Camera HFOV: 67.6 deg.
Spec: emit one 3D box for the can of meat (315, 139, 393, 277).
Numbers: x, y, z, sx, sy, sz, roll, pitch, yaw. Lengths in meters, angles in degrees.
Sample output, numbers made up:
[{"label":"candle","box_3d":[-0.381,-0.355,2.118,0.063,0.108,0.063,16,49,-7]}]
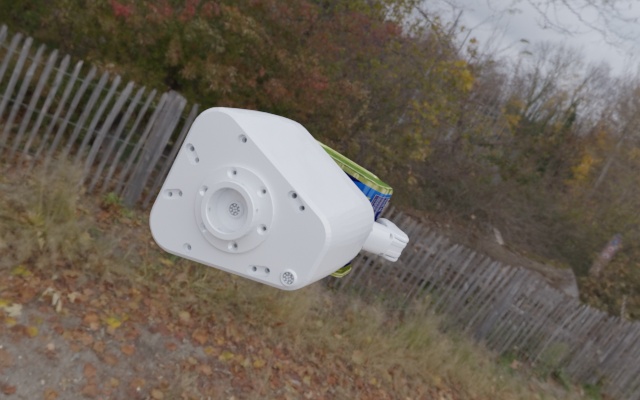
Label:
[{"label":"can of meat","box_3d":[0.000,0.001,0.410,0.102,0.084,0.057,33,12,16]}]
